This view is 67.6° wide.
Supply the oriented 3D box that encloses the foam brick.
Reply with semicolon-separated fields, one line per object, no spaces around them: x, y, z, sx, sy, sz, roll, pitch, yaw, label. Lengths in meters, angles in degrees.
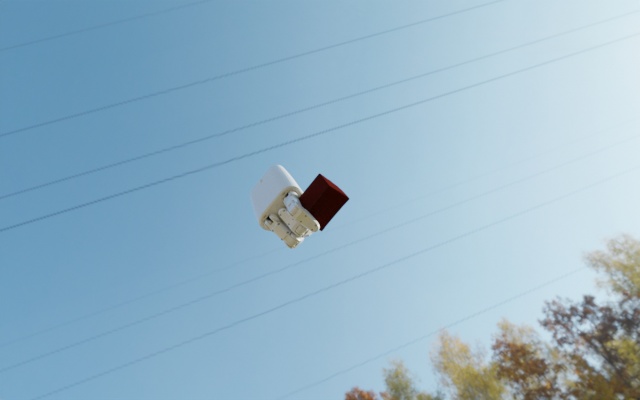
0.000;0.003;0.833;0.053;0.078;0.051;34;12;-33;foam brick
